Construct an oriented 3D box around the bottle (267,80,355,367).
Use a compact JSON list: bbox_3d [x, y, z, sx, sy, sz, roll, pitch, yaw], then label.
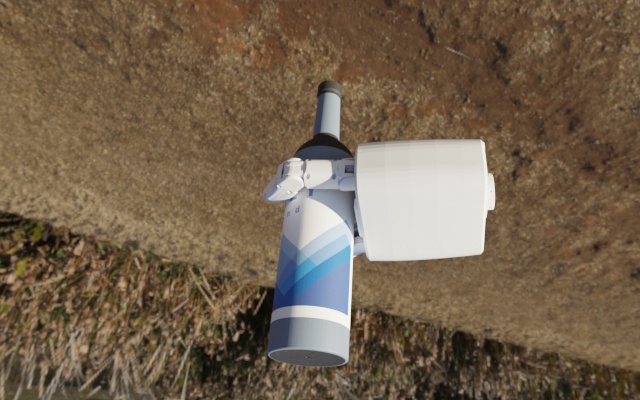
[{"bbox_3d":[0.000,0.002,0.461,0.069,0.295,0.069,4,-30,2],"label":"bottle"}]
